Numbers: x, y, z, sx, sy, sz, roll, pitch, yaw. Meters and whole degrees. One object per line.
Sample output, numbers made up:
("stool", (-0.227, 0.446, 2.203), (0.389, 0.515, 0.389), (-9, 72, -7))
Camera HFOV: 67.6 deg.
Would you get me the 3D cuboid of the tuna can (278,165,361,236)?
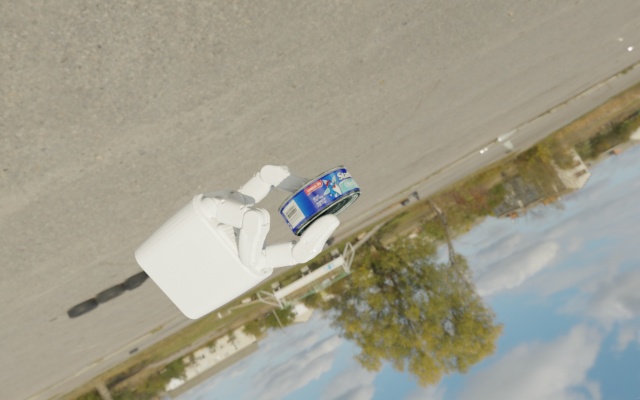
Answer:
("tuna can", (0.000, 0.002, 0.506), (0.086, 0.033, 0.086), (-33, -10, -7))
